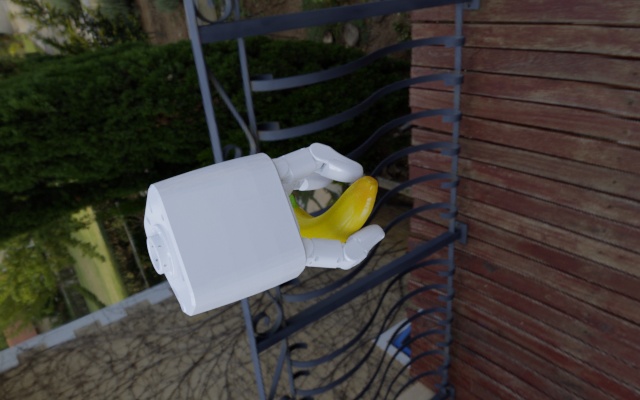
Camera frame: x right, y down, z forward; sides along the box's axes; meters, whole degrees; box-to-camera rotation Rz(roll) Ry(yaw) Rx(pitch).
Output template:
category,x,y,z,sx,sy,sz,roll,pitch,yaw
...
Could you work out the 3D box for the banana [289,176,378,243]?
category,x,y,z,sx,sy,sz,roll,pitch,yaw
banana,0.003,0.020,0.515,0.037,0.069,0.198,-13,2,-29
